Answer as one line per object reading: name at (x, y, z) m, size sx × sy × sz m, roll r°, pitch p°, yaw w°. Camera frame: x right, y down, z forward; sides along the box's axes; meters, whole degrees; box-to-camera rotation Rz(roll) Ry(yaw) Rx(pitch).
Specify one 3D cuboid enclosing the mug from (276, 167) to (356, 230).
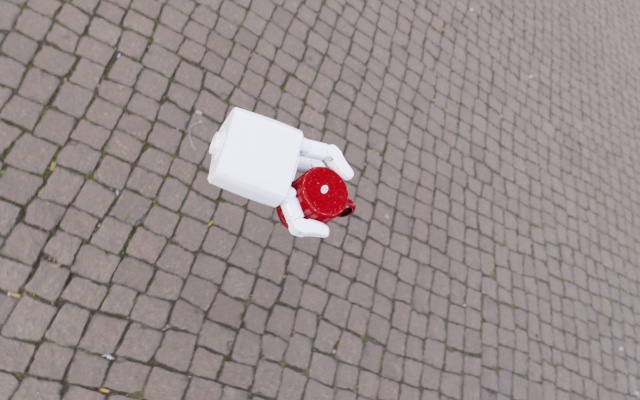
mug at (0.001, 0.003, 0.735) m, size 0.117 × 0.093 × 0.081 m, roll 18°, pitch -27°, yaw -23°
